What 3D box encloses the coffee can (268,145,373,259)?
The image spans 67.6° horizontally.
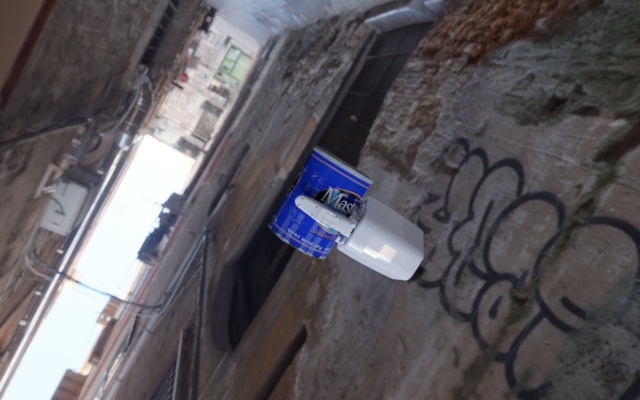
[{"bbox_3d":[0.000,0.002,0.722,0.103,0.140,0.103,31,7,-4],"label":"coffee can"}]
